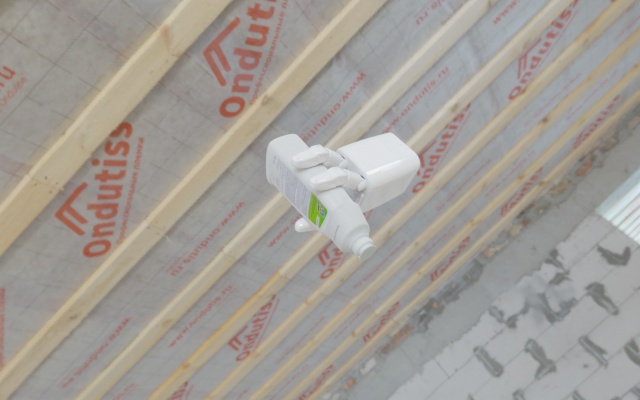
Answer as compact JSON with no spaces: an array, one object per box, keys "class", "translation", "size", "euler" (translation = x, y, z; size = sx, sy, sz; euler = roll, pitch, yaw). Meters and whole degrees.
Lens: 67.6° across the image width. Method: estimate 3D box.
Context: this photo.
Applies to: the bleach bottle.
[{"class":"bleach bottle","translation":[0.000,0.002,0.748],"size":[0.068,0.103,0.250],"euler":[-22,50,-24]}]
